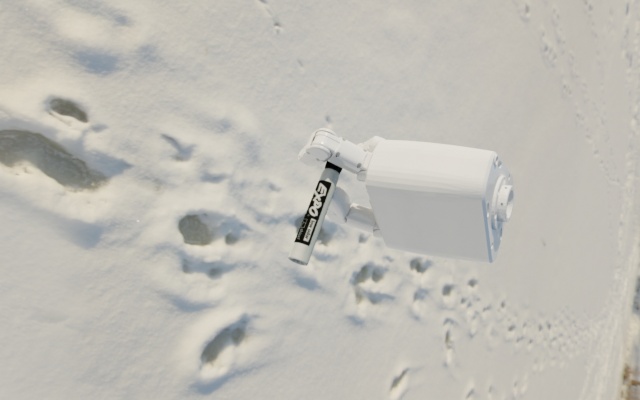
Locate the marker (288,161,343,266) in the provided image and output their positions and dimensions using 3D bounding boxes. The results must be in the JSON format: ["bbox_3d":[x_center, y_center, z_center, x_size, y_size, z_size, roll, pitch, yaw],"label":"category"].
[{"bbox_3d":[0.000,0.001,0.444,0.020,0.121,0.020,19,-19,7],"label":"marker"}]
